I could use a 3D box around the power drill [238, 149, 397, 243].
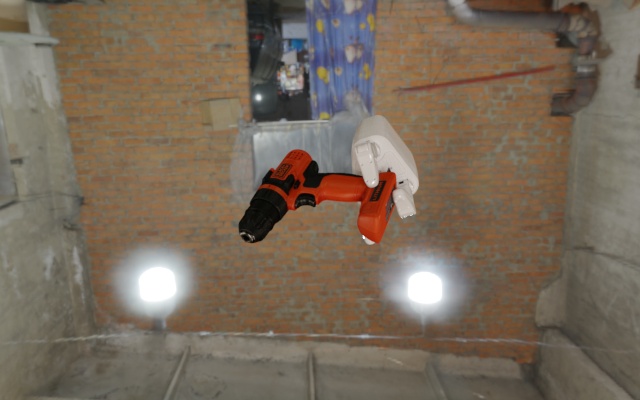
[{"bbox_3d":[0.001,0.002,0.655,0.187,0.057,0.184,12,46,19],"label":"power drill"}]
